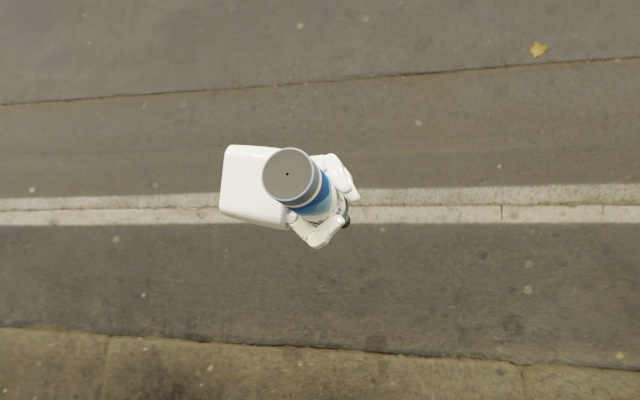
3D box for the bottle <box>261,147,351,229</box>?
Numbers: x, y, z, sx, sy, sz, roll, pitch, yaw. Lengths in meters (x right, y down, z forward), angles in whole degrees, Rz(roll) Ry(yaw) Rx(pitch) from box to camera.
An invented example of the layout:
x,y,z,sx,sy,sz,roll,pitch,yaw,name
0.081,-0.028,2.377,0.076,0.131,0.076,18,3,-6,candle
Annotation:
x,y,z,sx,sy,sz,roll,pitch,yaw,name
0.000,0.002,0.699,0.069,0.069,0.296,0,-13,16,bottle
